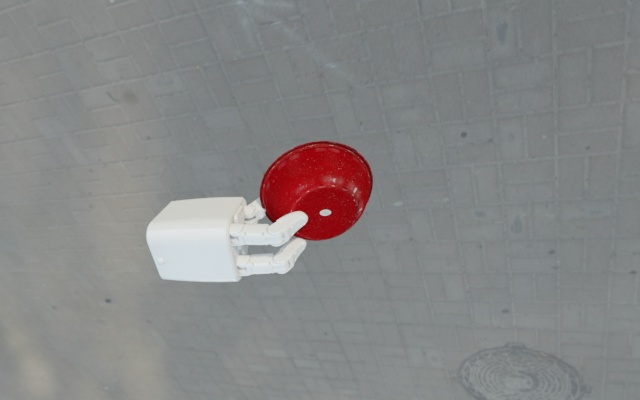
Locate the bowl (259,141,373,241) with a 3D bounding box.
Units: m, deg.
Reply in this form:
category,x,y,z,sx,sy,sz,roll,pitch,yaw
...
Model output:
category,x,y,z,sx,sy,sz,roll,pitch,yaw
bowl,0.001,0.002,0.647,0.162,0.162,0.055,0,37,-14
